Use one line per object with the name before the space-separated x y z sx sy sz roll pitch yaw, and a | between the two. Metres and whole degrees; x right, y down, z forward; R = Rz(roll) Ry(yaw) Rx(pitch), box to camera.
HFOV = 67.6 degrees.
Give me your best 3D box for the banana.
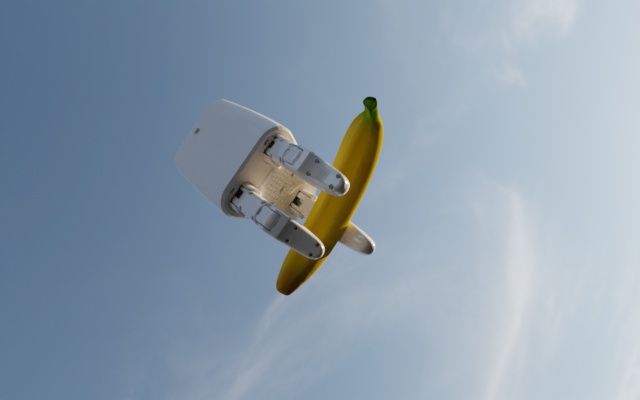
banana | 0.011 -0.003 0.438 0.037 0.198 0.069 33 21 26
